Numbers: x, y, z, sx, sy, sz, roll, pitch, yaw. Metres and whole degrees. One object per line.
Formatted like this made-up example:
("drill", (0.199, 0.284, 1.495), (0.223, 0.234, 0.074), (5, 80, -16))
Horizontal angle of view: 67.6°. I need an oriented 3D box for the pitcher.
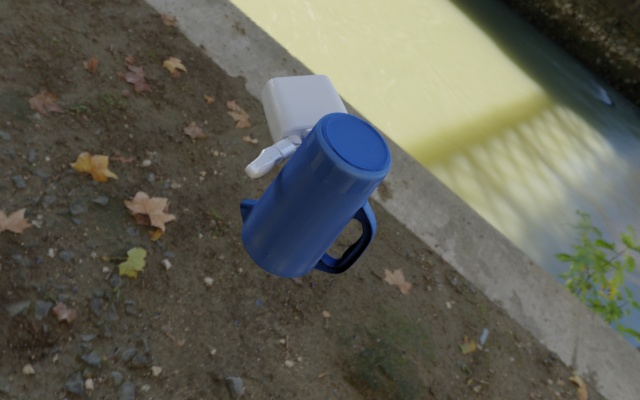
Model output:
("pitcher", (0.000, 0.002, 0.664), (0.149, 0.145, 0.243), (1, -35, -32))
